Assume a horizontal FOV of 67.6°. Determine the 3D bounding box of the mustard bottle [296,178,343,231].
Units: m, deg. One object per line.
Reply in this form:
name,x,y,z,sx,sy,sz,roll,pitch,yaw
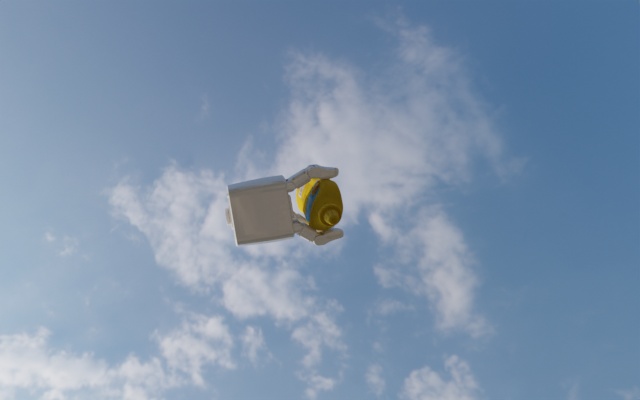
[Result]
mustard bottle,0.000,0.003,0.898,0.058,0.096,0.191,15,14,-18
